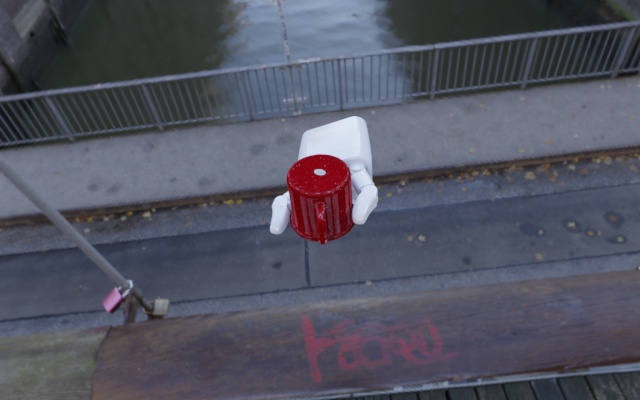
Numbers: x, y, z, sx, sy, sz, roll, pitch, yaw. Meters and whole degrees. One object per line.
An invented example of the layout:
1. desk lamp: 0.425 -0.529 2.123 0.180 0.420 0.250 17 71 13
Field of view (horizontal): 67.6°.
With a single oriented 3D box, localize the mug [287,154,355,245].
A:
1. mug: 0.000 0.003 0.615 0.093 0.082 0.117 -3 45 5
